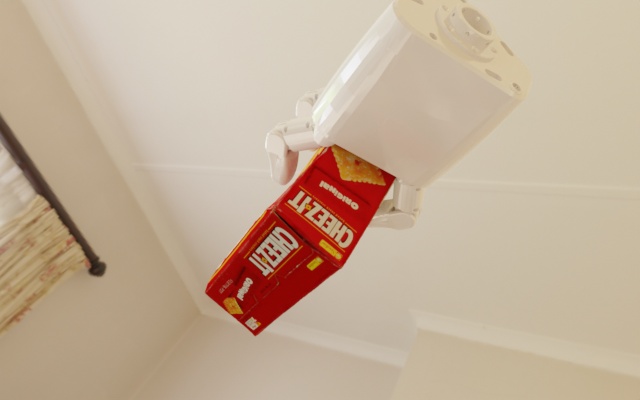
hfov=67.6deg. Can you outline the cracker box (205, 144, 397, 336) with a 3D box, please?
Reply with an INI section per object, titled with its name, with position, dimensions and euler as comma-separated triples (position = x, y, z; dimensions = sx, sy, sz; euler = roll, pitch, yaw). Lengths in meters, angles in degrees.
[cracker box]
position = 0.000, 0.001, 0.443
dimensions = 0.164, 0.072, 0.213
euler = -48, 3, 48
